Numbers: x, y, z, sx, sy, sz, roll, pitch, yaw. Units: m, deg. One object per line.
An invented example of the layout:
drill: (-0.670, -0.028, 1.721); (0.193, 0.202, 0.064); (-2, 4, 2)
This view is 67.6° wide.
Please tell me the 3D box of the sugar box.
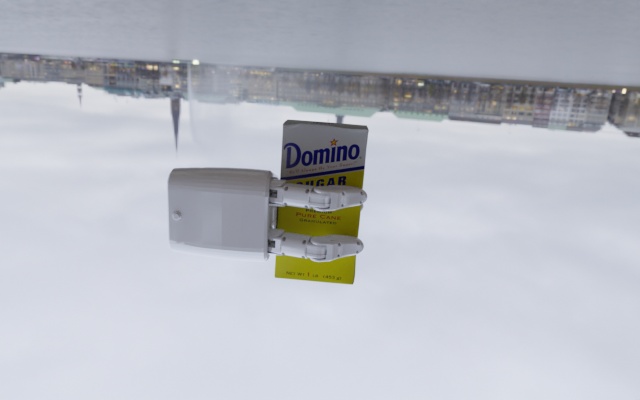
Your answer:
sugar box: (0.000, 0.002, 0.533); (0.093, 0.176, 0.048); (4, 15, 2)
